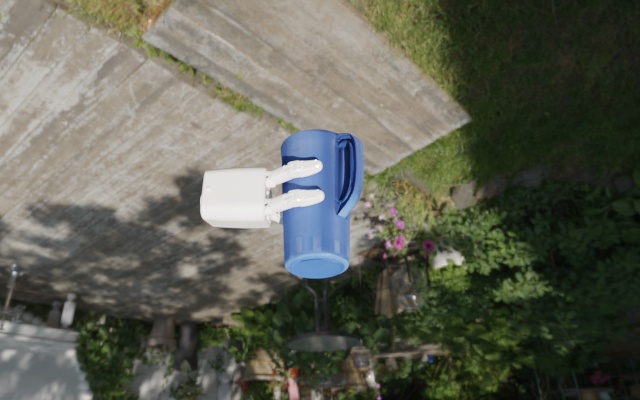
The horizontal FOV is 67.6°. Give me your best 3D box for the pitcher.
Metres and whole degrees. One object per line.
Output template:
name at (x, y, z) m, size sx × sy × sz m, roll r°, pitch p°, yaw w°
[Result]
pitcher at (0.000, 0.003, 0.833) m, size 0.145 × 0.242 × 0.149 m, roll 0°, pitch -28°, yaw -2°
